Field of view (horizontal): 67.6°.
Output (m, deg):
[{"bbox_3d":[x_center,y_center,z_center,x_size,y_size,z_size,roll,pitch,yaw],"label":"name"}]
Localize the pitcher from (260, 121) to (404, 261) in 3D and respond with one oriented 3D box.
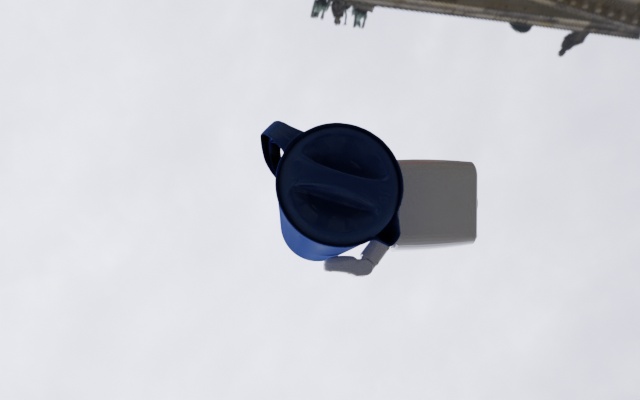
[{"bbox_3d":[0.000,0.002,0.598,0.145,0.149,0.243,-2,-14,-8],"label":"pitcher"}]
